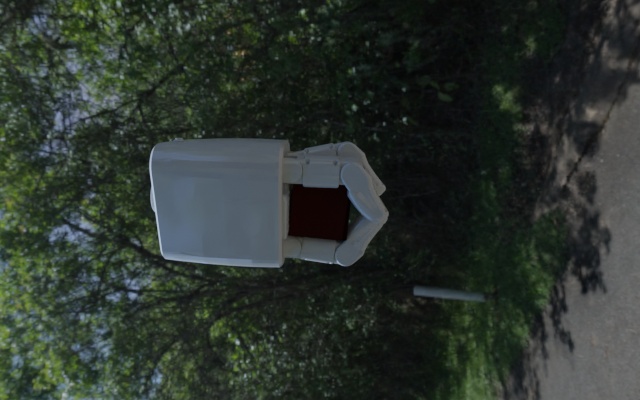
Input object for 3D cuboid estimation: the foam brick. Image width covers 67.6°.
[{"bbox_3d":[0.000,0.002,0.444,0.051,0.053,0.078,5,9,0],"label":"foam brick"}]
